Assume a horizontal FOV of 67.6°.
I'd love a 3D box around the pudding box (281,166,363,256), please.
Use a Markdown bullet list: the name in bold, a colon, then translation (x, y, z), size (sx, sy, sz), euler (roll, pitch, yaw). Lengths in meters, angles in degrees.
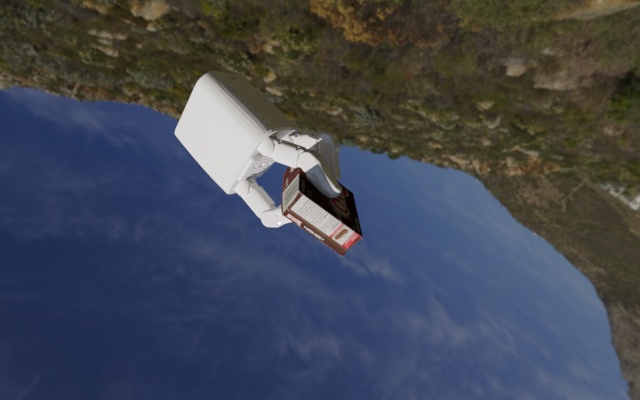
- **pudding box**: translation (0.000, 0.002, 0.556), size (0.090, 0.039, 0.113), euler (35, 22, -18)
